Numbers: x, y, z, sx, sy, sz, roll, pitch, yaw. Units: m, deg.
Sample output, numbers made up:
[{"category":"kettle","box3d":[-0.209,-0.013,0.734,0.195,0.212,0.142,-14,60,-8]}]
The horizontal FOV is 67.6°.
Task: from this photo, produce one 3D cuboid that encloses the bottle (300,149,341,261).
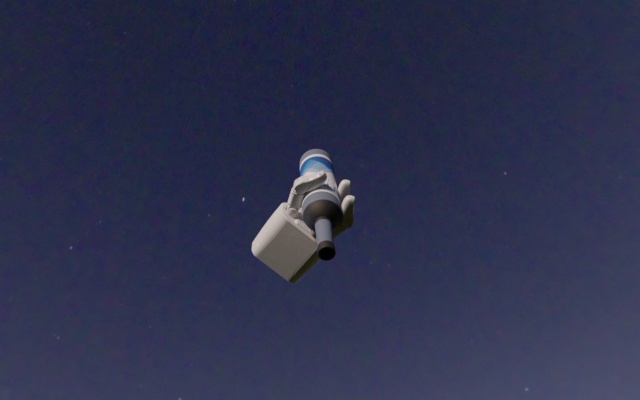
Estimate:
[{"category":"bottle","box3d":[0.000,0.003,0.841,0.069,0.069,0.295,0,32,-4]}]
